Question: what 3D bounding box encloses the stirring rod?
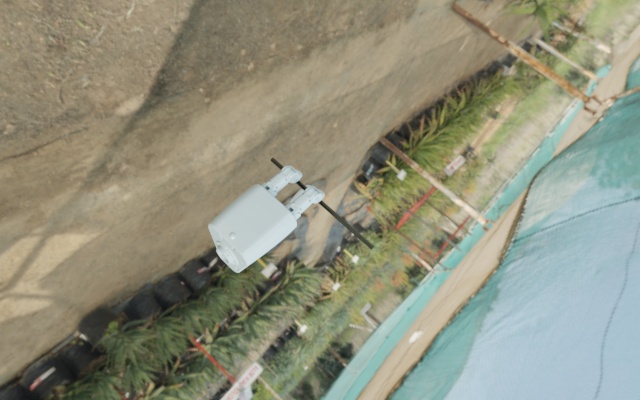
[{"bbox_3d":[0.000,0.003,0.832,0.239,0.011,0.011,41,12,14],"label":"stirring rod"}]
